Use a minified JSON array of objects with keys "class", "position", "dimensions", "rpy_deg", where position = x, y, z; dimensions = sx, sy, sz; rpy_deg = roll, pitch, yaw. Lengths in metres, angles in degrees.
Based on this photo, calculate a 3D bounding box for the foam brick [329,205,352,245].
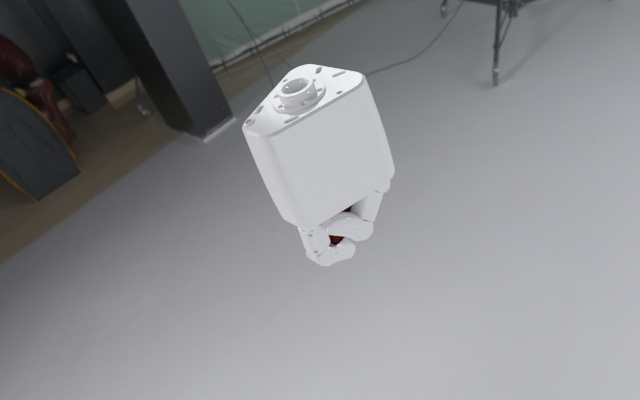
[{"class":"foam brick","position":[0.000,0.002,0.508],"dimensions":[0.078,0.051,0.053],"rpy_deg":[24,58,42]}]
